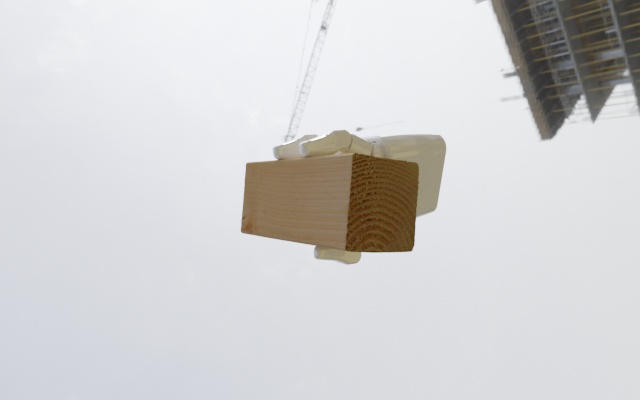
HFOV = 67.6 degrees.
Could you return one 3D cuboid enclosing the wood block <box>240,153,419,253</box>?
[{"bbox_3d":[0.000,0.002,0.530,0.090,0.091,0.206,4,-1,-36],"label":"wood block"}]
